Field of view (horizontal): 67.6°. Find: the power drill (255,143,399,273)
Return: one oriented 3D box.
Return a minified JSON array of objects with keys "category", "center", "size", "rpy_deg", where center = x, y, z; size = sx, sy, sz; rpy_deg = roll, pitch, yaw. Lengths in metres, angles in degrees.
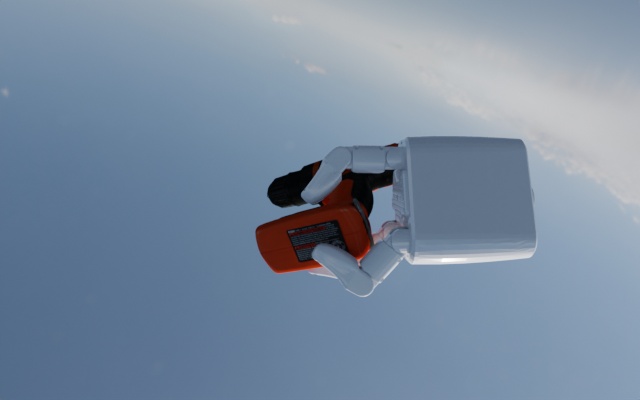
[{"category":"power drill","center":[0.000,0.002,0.511],"size":[0.184,0.057,0.187],"rpy_deg":[-15,21,23]}]
